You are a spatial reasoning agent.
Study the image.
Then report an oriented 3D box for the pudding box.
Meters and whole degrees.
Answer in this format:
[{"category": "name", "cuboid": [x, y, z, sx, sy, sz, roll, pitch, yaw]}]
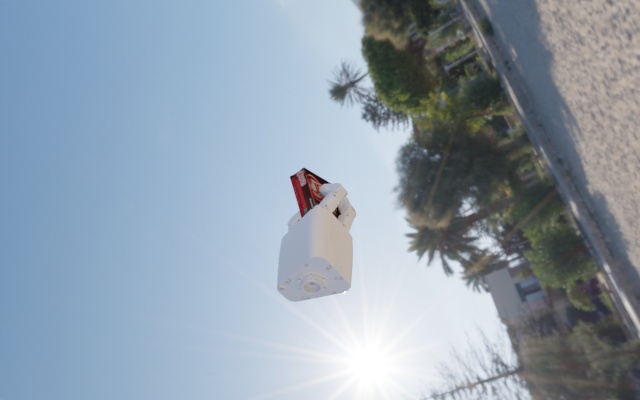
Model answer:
[{"category": "pudding box", "cuboid": [0.000, 0.003, 0.839, 0.039, 0.090, 0.113, -28, -30, 21]}]
